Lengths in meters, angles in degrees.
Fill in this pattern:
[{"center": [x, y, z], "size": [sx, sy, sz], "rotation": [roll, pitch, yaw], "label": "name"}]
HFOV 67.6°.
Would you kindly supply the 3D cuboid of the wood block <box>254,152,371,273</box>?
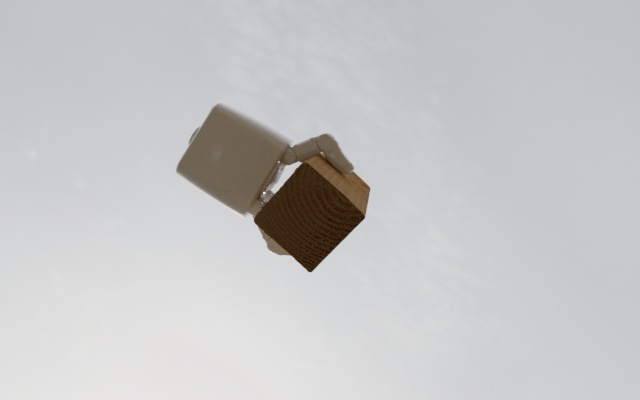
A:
[{"center": [0.000, 0.001, 0.608], "size": [0.090, 0.091, 0.206], "rotation": [42, 13, -1], "label": "wood block"}]
